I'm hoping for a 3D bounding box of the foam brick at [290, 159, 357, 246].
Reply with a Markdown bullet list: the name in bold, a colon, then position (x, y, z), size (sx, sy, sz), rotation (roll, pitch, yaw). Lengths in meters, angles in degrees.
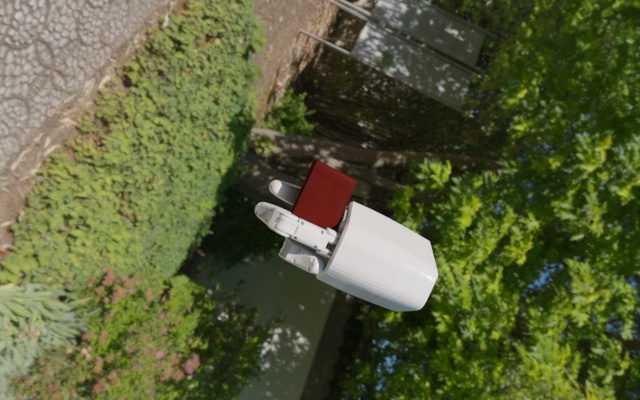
- **foam brick**: position (0.000, 0.001, 0.520), size (0.051, 0.078, 0.053), rotation (25, 2, -1)
